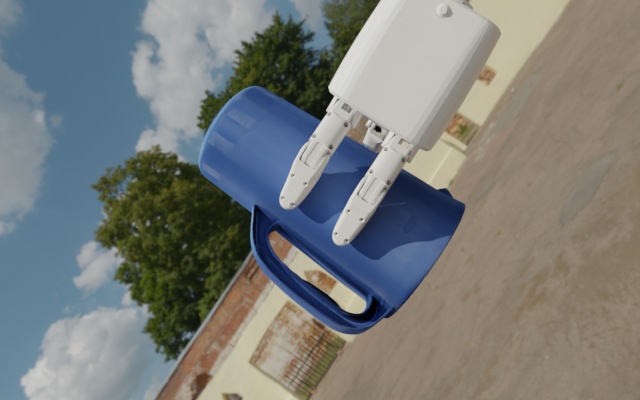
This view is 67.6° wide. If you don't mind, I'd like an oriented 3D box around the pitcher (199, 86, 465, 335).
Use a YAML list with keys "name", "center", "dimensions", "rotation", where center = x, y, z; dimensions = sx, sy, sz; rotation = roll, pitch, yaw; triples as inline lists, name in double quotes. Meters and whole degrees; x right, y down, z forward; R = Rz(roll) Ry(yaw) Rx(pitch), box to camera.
- name: "pitcher"
  center: [0.000, 0.001, 0.465]
  dimensions: [0.243, 0.145, 0.149]
  rotation: [34, 18, 7]
